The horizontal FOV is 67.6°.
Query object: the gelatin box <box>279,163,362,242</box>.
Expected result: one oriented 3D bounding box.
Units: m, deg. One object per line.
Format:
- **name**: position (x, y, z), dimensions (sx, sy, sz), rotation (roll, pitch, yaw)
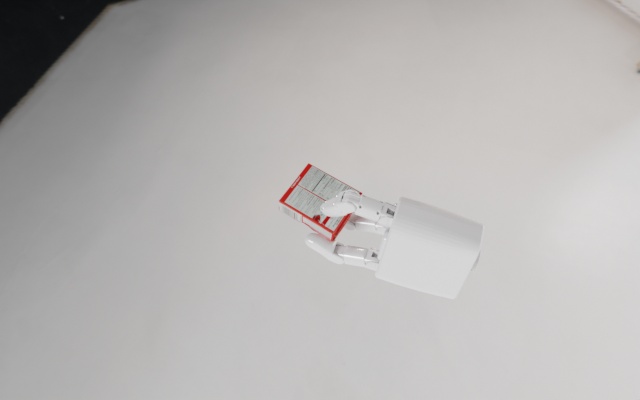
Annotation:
- **gelatin box**: position (0.000, 0.002, 0.639), dimensions (0.089, 0.073, 0.030), rotation (30, -26, 12)
